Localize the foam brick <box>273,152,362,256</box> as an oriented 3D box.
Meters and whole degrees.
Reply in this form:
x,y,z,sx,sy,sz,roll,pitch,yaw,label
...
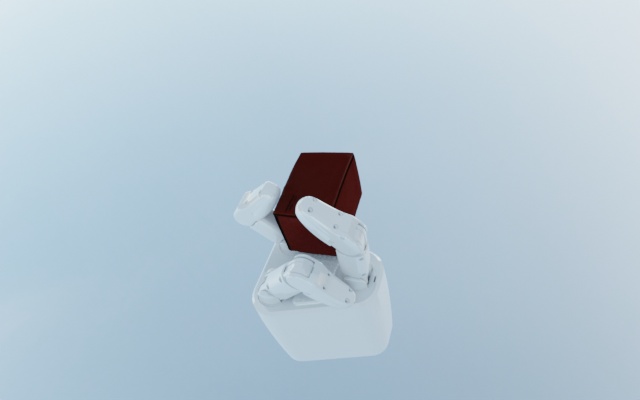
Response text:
x,y,z,sx,sy,sz,roll,pitch,yaw,label
0.000,0.001,0.423,0.053,0.078,0.051,5,-40,22,foam brick
